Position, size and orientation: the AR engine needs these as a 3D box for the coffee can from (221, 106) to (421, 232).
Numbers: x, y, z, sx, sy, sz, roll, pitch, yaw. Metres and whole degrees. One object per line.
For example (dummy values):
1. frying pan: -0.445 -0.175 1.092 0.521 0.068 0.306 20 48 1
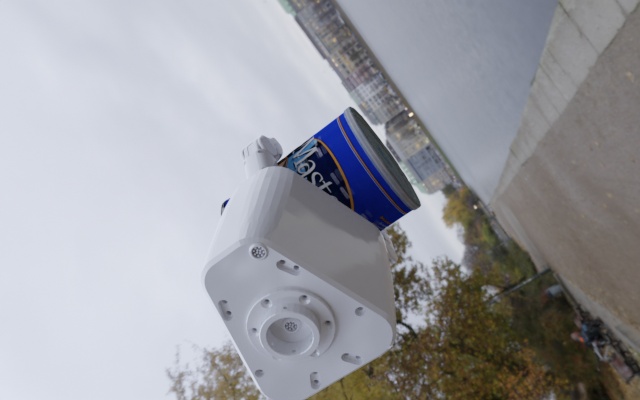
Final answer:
1. coffee can: 0.000 0.001 0.417 0.140 0.103 0.103 -35 -10 14
